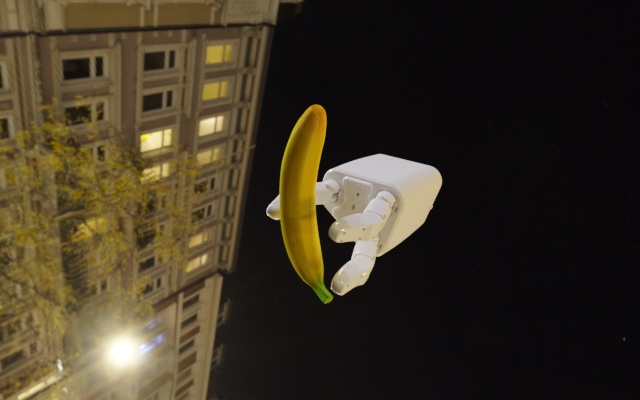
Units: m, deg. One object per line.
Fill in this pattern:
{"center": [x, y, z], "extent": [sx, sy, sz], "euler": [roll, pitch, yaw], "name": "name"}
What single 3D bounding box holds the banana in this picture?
{"center": [-0.014, 0.002, 0.483], "extent": [0.069, 0.198, 0.037], "euler": [11, 22, 41], "name": "banana"}
